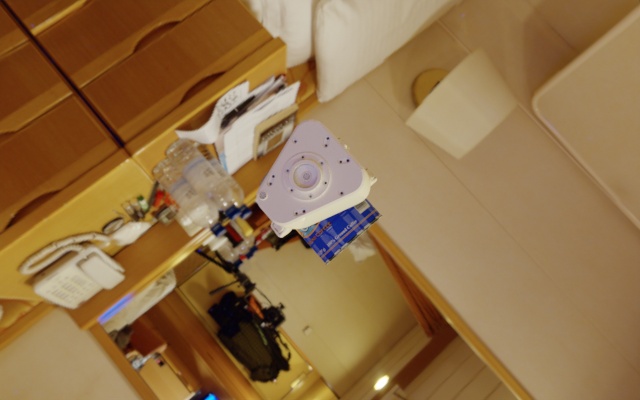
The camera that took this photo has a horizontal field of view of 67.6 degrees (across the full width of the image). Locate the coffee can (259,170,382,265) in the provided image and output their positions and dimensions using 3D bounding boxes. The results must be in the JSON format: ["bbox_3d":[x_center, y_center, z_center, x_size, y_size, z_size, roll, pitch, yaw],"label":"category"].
[{"bbox_3d":[0.000,0.002,0.655,0.103,0.140,0.103,-41,-6,-6],"label":"coffee can"}]
